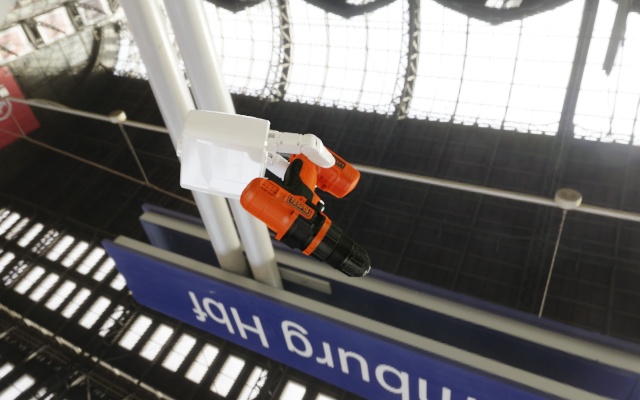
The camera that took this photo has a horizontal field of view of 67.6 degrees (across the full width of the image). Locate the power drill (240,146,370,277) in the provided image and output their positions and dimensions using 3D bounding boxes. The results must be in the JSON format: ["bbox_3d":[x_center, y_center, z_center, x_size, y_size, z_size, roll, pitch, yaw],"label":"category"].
[{"bbox_3d":[0.000,0.002,0.646,0.184,0.057,0.187,36,31,-7],"label":"power drill"}]
